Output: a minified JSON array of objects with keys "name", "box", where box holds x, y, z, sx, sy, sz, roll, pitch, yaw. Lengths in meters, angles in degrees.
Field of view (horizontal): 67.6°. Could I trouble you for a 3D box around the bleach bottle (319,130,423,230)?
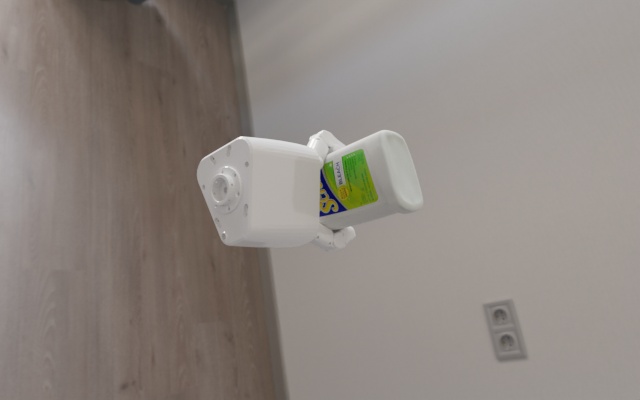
[{"name":"bleach bottle","box":[0.000,0.002,0.614,0.251,0.102,0.068,-23,-15,36]}]
